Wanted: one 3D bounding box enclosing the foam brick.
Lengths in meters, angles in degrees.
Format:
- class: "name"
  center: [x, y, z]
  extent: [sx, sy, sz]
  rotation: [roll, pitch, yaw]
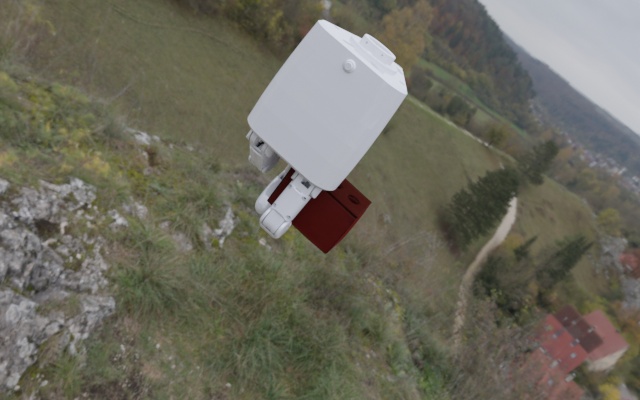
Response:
- class: "foam brick"
  center: [0.000, 0.002, 0.454]
  extent: [0.078, 0.051, 0.053]
  rotation: [42, 24, 5]
